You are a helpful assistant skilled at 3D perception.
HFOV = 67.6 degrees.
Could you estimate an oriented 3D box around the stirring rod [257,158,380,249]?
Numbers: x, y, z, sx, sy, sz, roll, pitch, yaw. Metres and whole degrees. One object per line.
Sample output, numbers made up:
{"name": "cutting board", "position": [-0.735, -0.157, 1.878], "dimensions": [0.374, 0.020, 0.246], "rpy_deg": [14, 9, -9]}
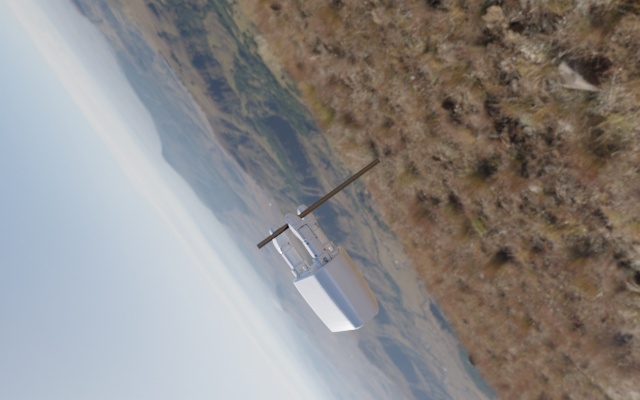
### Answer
{"name": "stirring rod", "position": [0.000, 0.002, 0.752], "dimensions": [0.239, 0.011, 0.011], "rpy_deg": [-36, 10, -14]}
